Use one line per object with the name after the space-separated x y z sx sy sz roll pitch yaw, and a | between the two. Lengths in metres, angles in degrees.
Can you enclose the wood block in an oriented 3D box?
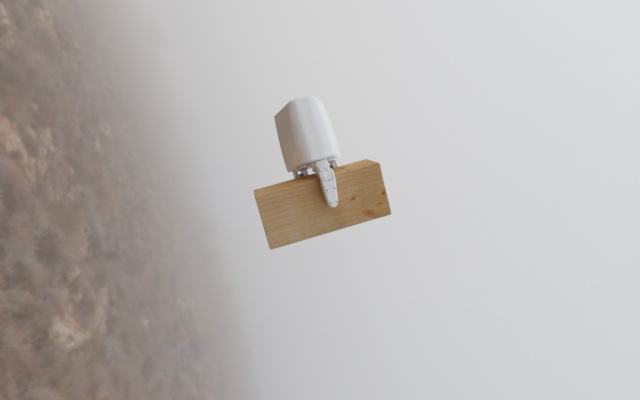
0.000 0.002 0.800 0.206 0.090 0.091 -16 12 -6 | wood block
